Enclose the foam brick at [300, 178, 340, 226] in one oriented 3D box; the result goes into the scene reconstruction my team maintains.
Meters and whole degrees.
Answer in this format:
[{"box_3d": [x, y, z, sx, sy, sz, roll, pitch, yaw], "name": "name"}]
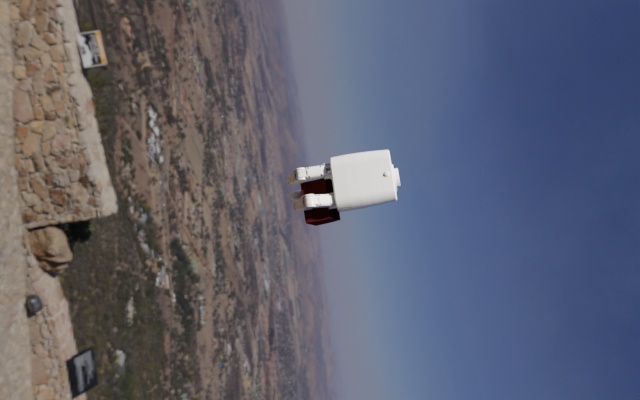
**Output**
[{"box_3d": [0.000, 0.003, 0.876, 0.051, 0.078, 0.053, -11, -9, 19], "name": "foam brick"}]
